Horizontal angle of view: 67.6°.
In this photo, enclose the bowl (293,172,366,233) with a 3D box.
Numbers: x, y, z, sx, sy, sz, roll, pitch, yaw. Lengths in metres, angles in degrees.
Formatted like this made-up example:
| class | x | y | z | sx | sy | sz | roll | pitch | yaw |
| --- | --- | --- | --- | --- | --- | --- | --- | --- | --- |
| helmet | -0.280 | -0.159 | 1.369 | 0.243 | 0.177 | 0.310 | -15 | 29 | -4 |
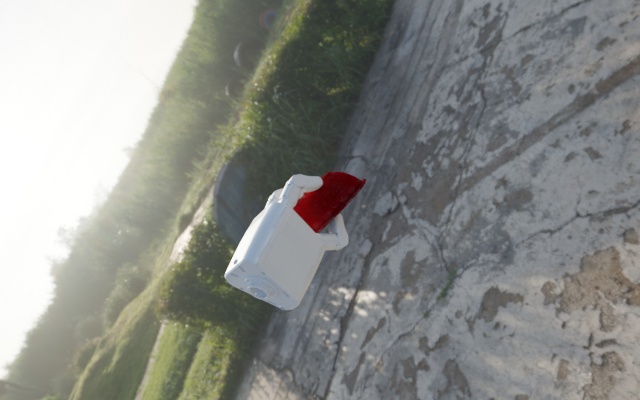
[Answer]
| class | x | y | z | sx | sy | sz | roll | pitch | yaw |
| --- | --- | --- | --- | --- | --- | --- | --- | --- | --- |
| bowl | 0.000 | 0.002 | 0.797 | 0.162 | 0.055 | 0.162 | -44 | 3 | 3 |
